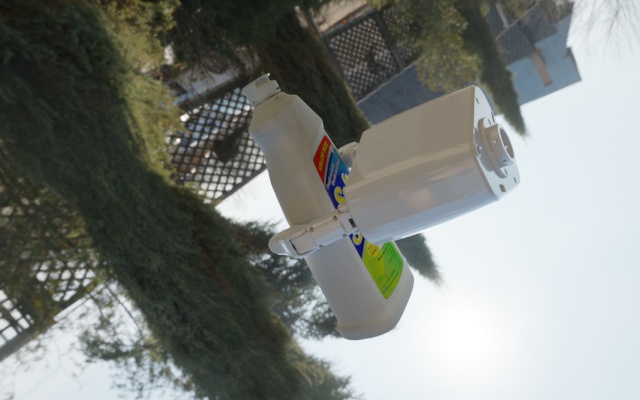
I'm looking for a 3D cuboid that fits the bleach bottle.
[{"bbox_3d":[0.000,0.001,0.451,0.068,0.251,0.102,-22,15,34],"label":"bleach bottle"}]
